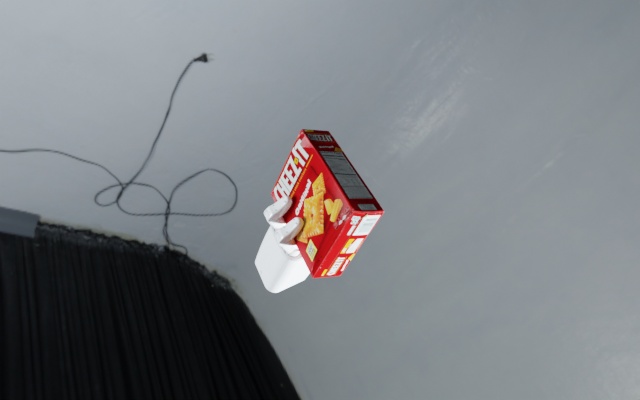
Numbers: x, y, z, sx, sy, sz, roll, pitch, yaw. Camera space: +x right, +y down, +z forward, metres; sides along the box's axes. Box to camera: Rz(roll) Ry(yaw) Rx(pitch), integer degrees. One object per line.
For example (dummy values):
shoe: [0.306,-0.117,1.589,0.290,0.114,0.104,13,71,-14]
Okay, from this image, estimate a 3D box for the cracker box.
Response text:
cracker box: [0.000,0.003,0.844,0.072,0.164,0.213,1,44,-36]
